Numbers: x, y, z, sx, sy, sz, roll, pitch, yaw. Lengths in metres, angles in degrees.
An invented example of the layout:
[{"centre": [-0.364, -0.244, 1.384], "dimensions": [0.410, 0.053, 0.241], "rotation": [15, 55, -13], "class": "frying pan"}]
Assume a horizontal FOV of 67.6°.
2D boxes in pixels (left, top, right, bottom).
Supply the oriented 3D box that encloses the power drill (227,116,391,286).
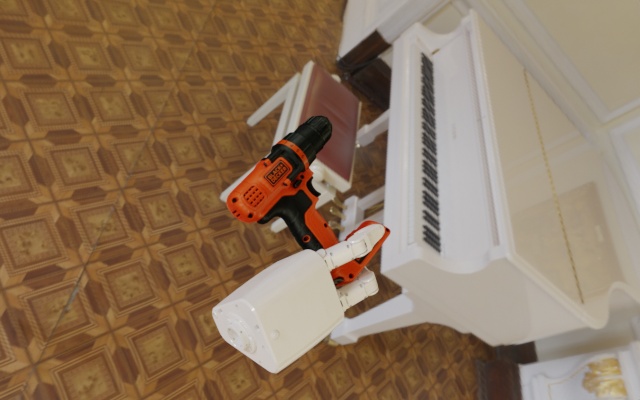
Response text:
[{"centre": [0.000, 0.003, 0.617], "dimensions": [0.184, 0.187, 0.057], "rotation": [-48, 7, -24], "class": "power drill"}]
